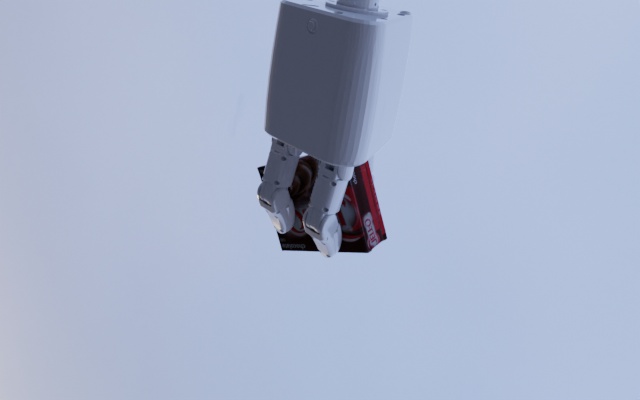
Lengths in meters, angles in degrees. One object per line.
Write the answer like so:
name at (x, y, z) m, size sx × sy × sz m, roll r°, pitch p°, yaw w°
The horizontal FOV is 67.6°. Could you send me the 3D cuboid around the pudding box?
pudding box at (0.000, 0.001, 0.448) m, size 0.113 × 0.090 × 0.039 m, roll -4°, pitch 16°, yaw 44°
